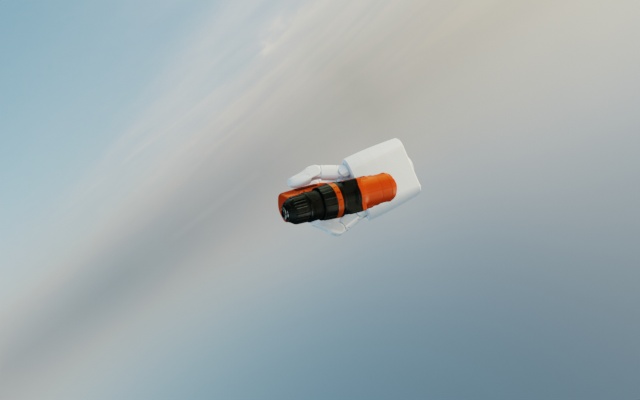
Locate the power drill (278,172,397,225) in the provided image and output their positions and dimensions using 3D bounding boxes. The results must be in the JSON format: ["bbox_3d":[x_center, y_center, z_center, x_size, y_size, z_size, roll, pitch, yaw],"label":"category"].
[{"bbox_3d":[0.000,0.002,0.747,0.184,0.057,0.187,-12,3,-26],"label":"power drill"}]
